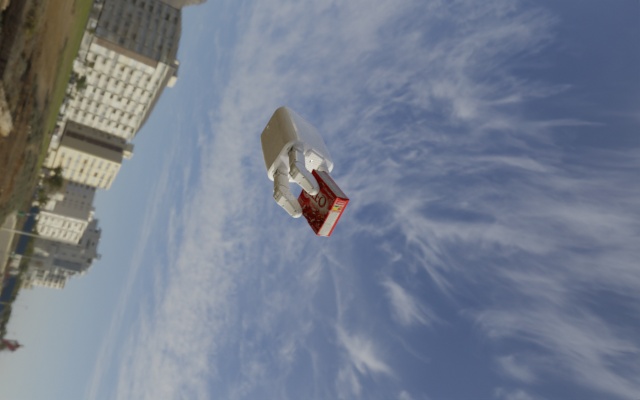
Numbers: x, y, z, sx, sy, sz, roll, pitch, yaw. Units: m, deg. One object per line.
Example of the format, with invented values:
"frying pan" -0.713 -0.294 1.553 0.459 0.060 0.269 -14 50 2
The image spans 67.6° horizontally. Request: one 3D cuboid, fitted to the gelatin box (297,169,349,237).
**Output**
"gelatin box" 0.001 0.003 0.766 0.030 0.073 0.089 10 28 -37
